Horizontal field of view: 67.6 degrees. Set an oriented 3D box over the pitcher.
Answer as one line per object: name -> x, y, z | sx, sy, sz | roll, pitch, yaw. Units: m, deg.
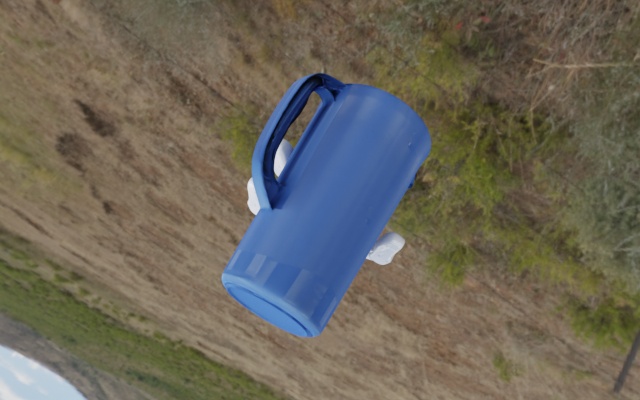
pitcher -> 0.000, 0.002, 0.485 | 0.149, 0.242, 0.145 | 26, -24, 11
